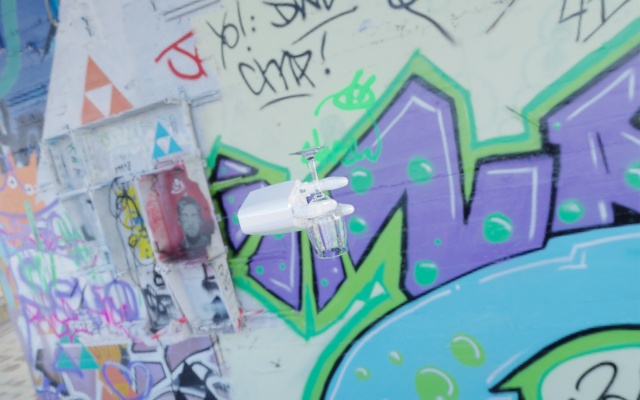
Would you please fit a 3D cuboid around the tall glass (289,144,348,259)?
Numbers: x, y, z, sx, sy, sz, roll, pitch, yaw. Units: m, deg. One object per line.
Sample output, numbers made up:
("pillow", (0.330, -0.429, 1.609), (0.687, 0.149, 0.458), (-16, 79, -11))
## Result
("tall glass", (0.000, 0.002, 0.881), (0.079, 0.201, 0.079), (-13, 8, 2))
